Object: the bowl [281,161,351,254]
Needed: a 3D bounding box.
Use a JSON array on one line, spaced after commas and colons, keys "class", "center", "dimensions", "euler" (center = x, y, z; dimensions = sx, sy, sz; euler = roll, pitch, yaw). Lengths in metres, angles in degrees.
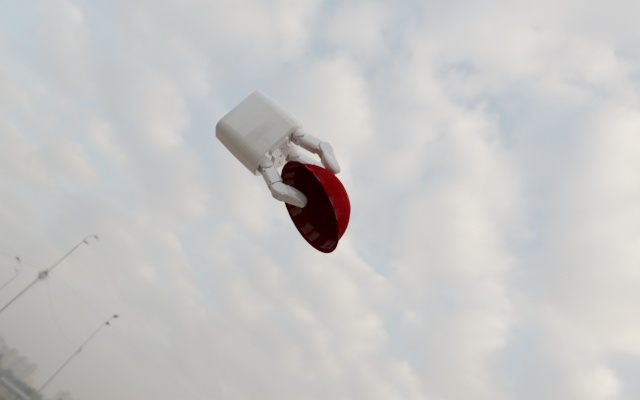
[{"class": "bowl", "center": [0.001, 0.004, 0.778], "dimensions": [0.055, 0.162, 0.162], "euler": [-25, 12, -27]}]
